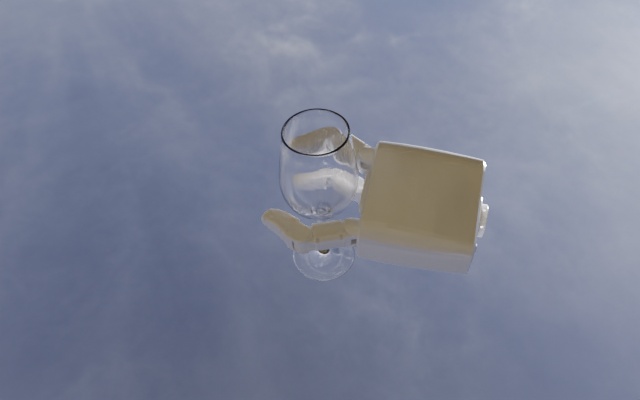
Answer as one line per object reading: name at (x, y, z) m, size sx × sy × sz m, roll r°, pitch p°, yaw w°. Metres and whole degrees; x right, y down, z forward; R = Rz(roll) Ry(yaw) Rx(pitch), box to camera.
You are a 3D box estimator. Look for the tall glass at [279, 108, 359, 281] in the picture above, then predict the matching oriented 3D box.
tall glass at (0.000, 0.002, 0.496) m, size 0.079 × 0.079 × 0.201 m, roll 0°, pitch -39°, yaw 4°
